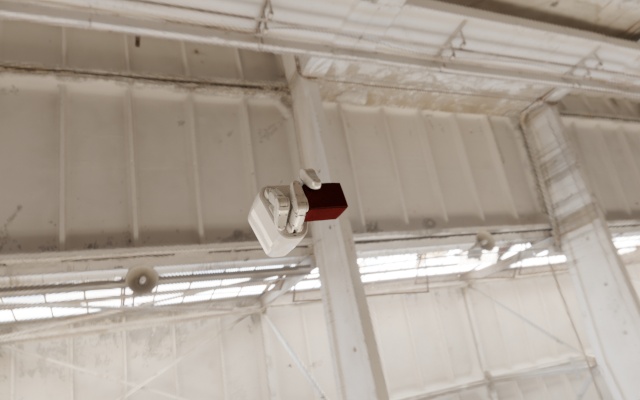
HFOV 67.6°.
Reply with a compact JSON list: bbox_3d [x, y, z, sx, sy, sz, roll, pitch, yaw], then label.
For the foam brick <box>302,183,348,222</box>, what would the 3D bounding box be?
[{"bbox_3d":[0.000,0.003,0.872,0.078,0.053,0.051,-3,-28,-26],"label":"foam brick"}]
